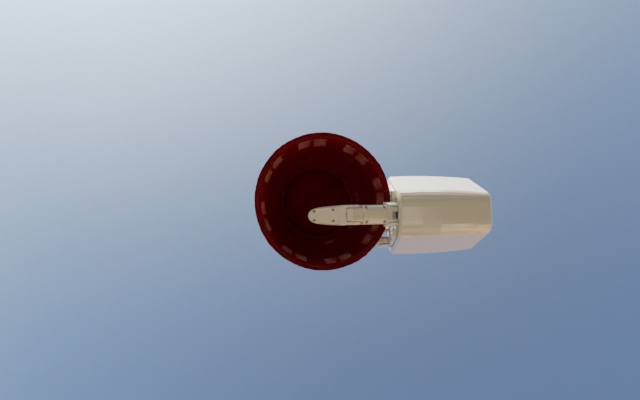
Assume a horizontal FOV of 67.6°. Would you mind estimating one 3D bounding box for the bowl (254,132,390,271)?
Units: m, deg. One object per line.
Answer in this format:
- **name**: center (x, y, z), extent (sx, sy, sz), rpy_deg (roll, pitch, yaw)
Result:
- **bowl**: center (-0.001, 0.002, 0.581), extent (0.162, 0.162, 0.055), rpy_deg (0, -3, -10)
